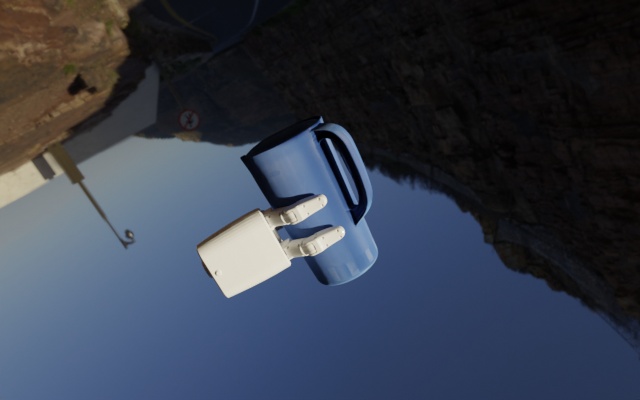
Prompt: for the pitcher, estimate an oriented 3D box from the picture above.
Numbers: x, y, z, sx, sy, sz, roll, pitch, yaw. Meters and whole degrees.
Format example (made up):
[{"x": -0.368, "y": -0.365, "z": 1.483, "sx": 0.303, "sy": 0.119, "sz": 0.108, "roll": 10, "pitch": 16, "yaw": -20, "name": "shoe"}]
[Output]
[{"x": 0.000, "y": 0.002, "z": 0.719, "sx": 0.145, "sy": 0.243, "sz": 0.149, "roll": -30, "pitch": 16, "yaw": -6, "name": "pitcher"}]
